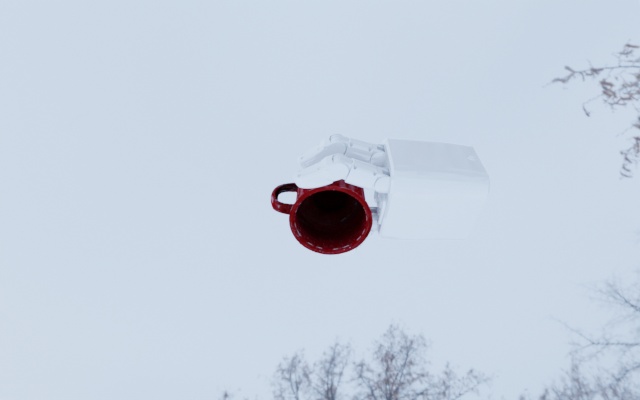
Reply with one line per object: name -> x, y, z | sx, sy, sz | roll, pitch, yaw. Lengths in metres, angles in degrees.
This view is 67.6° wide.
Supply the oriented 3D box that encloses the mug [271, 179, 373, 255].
mug -> -0.001, 0.002, 0.562 | 0.117, 0.093, 0.081 | 5, 32, -2
